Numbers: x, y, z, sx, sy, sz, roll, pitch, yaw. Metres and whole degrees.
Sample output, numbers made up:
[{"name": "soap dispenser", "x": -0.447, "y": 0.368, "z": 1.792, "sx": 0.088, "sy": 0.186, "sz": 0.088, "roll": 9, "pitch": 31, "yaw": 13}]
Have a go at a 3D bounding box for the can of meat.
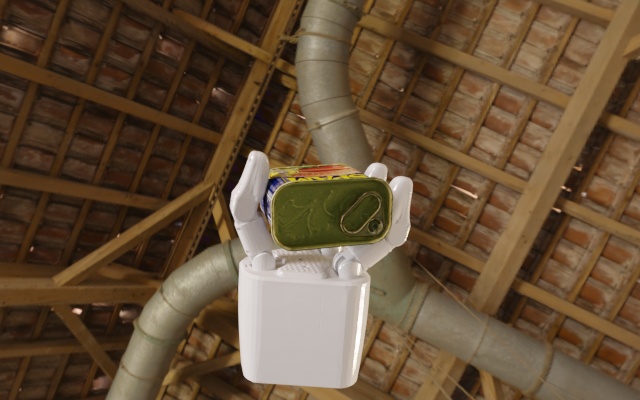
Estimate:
[{"name": "can of meat", "x": 0.000, "y": 0.001, "z": 0.420, "sx": 0.102, "sy": 0.057, "sz": 0.084, "roll": -4, "pitch": 15, "yaw": -15}]
